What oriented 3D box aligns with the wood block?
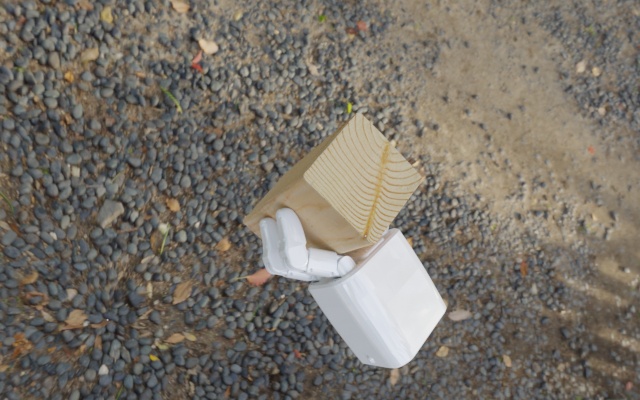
[{"bbox_3d":[0.001,0.002,0.514,0.090,0.090,0.206,-50,9,-26],"label":"wood block"}]
